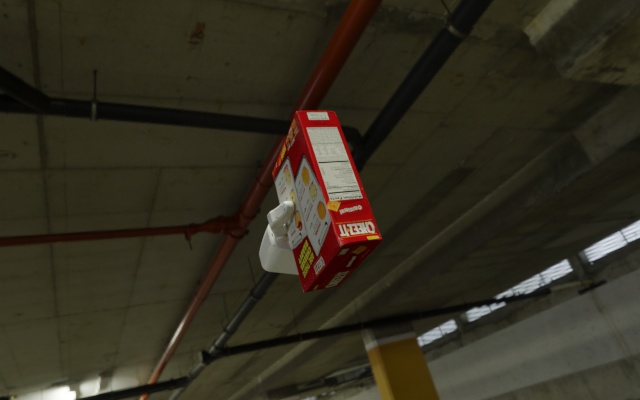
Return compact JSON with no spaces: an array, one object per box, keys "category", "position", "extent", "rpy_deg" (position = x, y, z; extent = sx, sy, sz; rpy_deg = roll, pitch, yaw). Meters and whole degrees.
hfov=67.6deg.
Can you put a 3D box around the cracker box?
[{"category":"cracker box","position":[0.000,0.002,0.698],"extent":[0.072,0.213,0.164],"rpy_deg":[-6,-28,-23]}]
